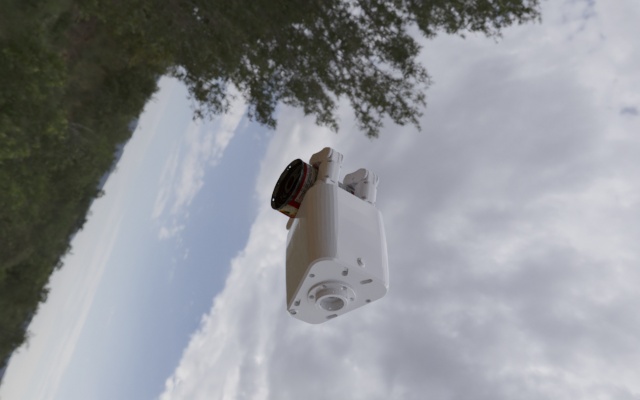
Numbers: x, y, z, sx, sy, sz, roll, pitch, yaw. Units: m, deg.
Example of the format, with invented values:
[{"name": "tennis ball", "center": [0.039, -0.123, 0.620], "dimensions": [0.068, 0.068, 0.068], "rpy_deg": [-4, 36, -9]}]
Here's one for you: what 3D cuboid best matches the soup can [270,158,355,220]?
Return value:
[{"name": "soup can", "center": [0.000, 0.002, 0.583], "dimensions": [0.102, 0.068, 0.068], "rpy_deg": [28, -12, -24]}]
